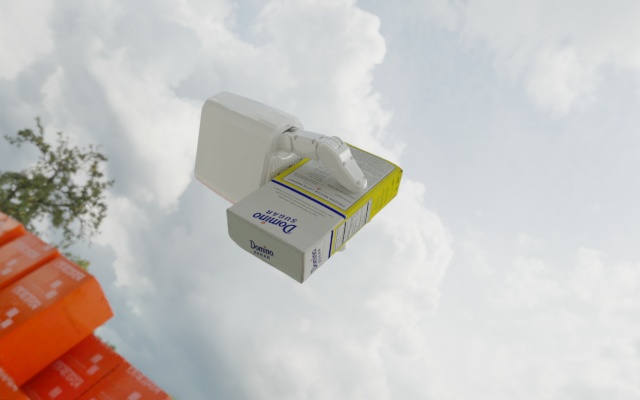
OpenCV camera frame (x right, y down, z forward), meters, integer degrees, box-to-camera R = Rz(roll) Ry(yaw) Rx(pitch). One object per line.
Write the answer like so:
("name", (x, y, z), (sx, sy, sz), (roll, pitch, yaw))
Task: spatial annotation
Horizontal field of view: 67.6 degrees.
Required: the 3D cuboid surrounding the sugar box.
("sugar box", (0.000, 0.002, 0.483), (0.093, 0.048, 0.176), (27, 45, 26))
